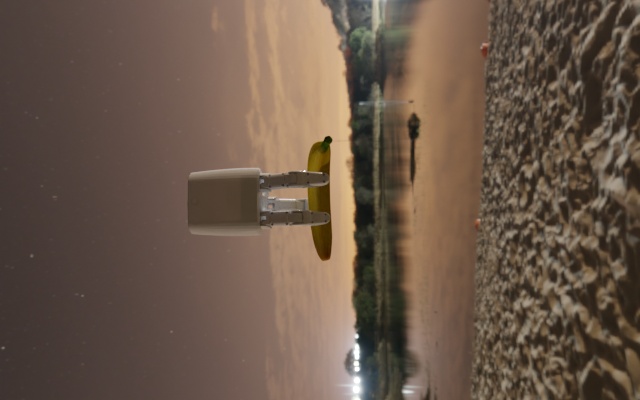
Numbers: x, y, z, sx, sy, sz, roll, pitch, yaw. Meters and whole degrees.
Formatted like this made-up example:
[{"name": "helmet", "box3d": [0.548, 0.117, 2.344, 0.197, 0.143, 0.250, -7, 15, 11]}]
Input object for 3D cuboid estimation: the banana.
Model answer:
[{"name": "banana", "box3d": [-0.001, -0.007, 0.738, 0.037, 0.198, 0.069, -2, 19, -3]}]
